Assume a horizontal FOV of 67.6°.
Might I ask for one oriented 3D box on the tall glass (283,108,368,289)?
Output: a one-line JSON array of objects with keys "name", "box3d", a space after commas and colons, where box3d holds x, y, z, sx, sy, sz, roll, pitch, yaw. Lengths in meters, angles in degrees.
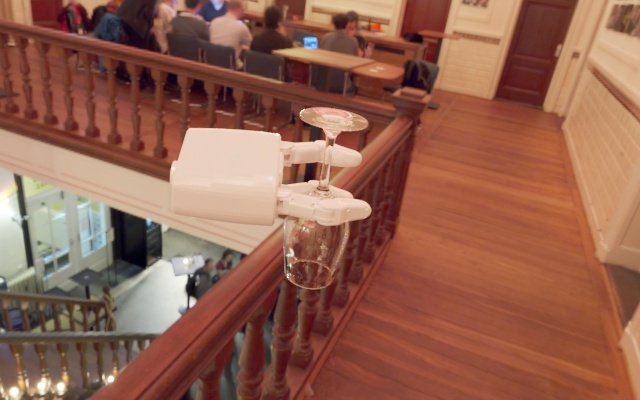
[{"name": "tall glass", "box3d": [0.000, 0.001, 0.546, 0.079, 0.201, 0.079, 7, 25, -3]}]
